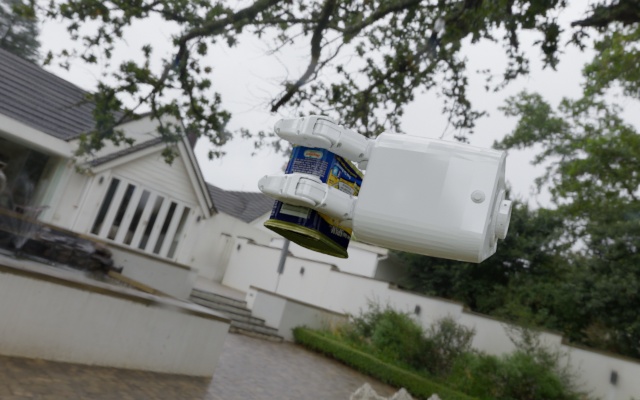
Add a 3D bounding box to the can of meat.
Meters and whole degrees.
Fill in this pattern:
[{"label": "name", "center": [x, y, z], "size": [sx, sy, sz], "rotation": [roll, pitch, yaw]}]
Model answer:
[{"label": "can of meat", "center": [0.000, 0.001, 0.458], "size": [0.057, 0.084, 0.102], "rotation": [11, -14, 29]}]
